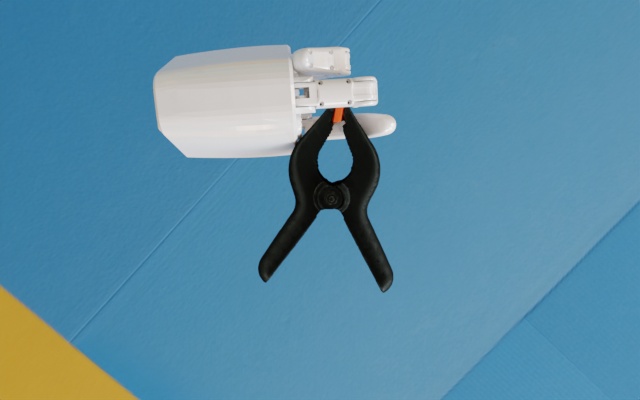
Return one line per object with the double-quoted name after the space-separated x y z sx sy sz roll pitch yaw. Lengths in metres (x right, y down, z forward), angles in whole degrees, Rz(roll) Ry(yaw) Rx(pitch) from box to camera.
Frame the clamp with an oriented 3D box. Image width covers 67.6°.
0.000 0.001 0.417 0.120 0.171 0.039 -5 7 -4 "clamp"
